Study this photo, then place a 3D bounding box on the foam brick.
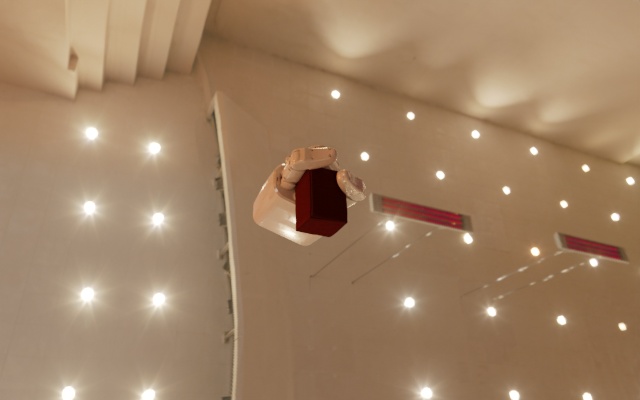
[{"bbox_3d":[0.000,0.002,0.631,0.053,0.078,0.051,12,-32,-23],"label":"foam brick"}]
